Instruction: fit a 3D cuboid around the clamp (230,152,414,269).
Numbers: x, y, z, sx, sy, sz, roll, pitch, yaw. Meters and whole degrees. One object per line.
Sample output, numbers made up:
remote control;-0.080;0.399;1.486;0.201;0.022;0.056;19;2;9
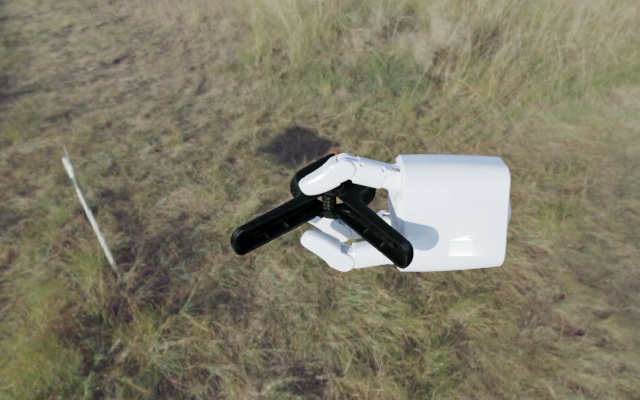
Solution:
clamp;0.000;0.001;0.502;0.164;0.036;0.209;2;29;-1
